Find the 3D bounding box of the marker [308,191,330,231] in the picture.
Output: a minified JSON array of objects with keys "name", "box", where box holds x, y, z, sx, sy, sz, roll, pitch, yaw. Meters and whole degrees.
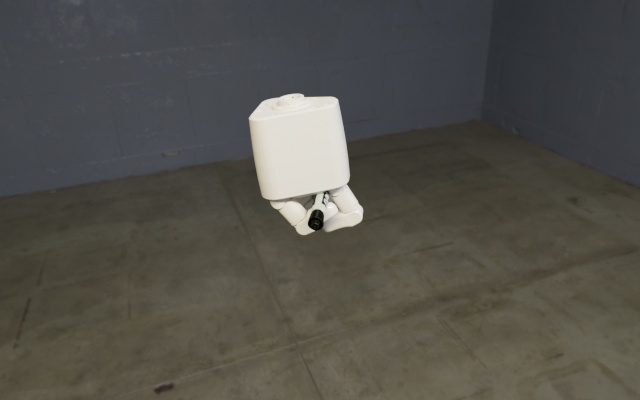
[{"name":"marker","box":[0.000,0.002,0.597,0.020,0.020,0.121,0,27,7]}]
